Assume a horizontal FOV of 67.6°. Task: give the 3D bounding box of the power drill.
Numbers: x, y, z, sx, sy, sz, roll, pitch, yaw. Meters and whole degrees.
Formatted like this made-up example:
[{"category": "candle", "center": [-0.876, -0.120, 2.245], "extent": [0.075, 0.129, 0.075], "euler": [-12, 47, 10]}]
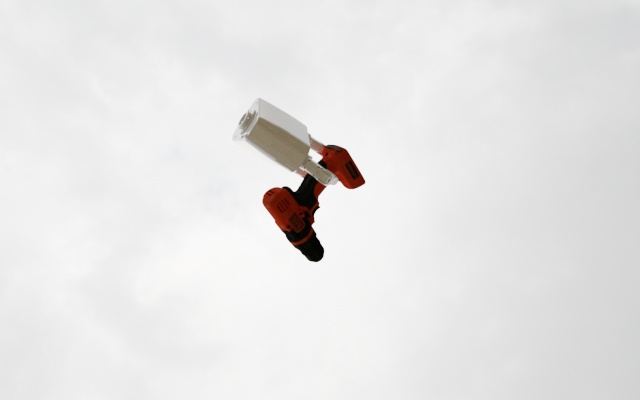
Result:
[{"category": "power drill", "center": [0.000, 0.002, 0.886], "extent": [0.057, 0.187, 0.184], "euler": [21, -28, 47]}]
